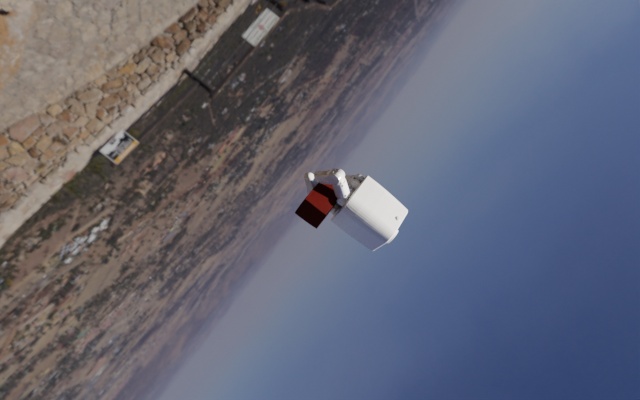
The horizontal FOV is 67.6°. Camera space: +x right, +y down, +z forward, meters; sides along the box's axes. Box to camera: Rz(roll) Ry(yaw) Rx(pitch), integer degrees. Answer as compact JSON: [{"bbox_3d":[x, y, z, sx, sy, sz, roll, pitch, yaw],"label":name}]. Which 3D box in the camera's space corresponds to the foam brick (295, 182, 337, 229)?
[{"bbox_3d":[0.000,0.003,0.889,0.078,0.051,0.053,-51,-1,-39],"label":"foam brick"}]
